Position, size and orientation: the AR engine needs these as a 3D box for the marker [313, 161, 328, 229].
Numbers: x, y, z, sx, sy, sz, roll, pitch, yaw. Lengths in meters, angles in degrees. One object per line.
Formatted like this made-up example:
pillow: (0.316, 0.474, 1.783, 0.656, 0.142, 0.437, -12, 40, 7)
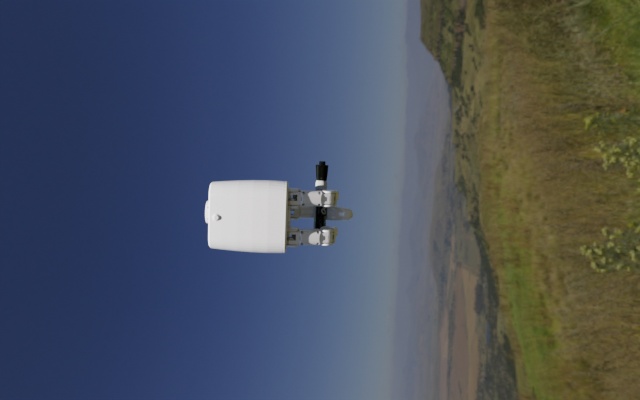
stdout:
marker: (0.000, 0.002, 0.709, 0.020, 0.121, 0.020, 2, 6, 0)
